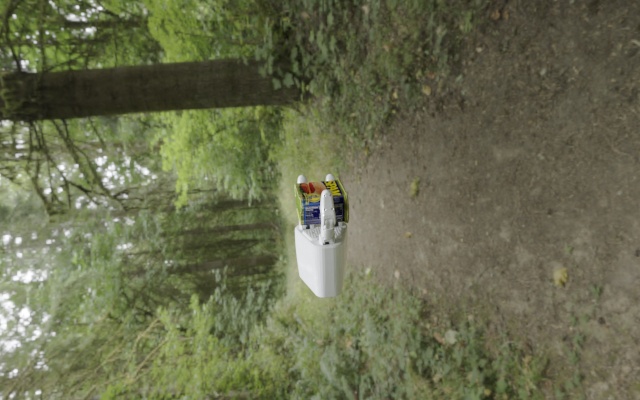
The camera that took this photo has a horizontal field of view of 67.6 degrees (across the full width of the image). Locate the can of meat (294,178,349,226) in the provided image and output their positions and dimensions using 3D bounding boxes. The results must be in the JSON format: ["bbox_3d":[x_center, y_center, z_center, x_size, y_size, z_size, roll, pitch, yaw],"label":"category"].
[{"bbox_3d":[0.000,0.003,0.853,0.084,0.057,0.102,-5,25,-7],"label":"can of meat"}]
